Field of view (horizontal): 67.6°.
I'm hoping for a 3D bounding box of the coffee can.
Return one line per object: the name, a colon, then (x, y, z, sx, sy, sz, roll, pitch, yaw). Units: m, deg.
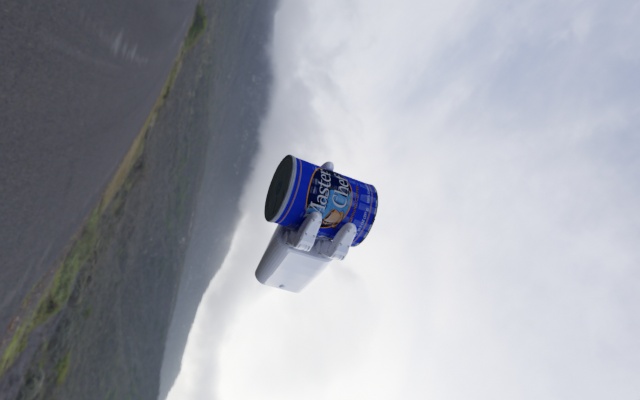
coffee can: (0.000, 0.002, 0.713, 0.140, 0.103, 0.103, 19, -7, -20)
